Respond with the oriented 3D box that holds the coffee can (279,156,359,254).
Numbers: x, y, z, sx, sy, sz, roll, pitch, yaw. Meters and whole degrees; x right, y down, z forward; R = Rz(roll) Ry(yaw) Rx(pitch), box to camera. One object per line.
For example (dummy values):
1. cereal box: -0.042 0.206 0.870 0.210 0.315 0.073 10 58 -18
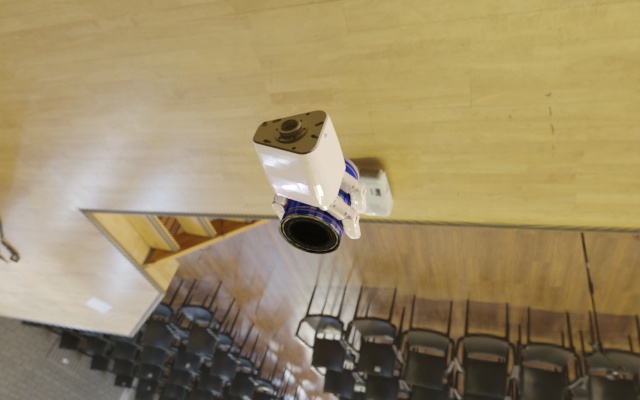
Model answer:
1. coffee can: 0.000 0.003 0.790 0.103 0.140 0.103 11 -38 9
